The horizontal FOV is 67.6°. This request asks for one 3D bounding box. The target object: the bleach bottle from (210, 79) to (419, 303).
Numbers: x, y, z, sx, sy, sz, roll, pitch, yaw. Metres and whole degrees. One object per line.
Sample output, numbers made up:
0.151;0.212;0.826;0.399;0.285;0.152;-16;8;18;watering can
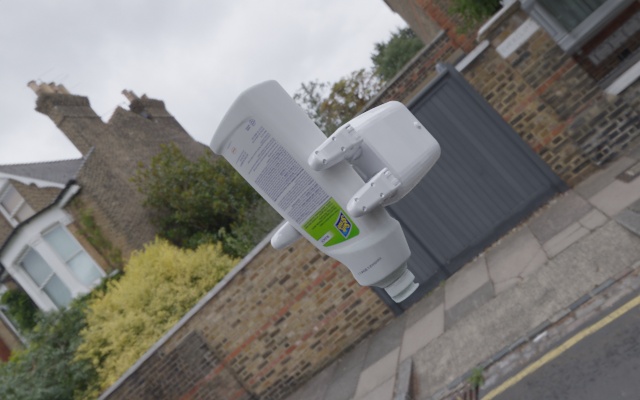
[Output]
0.000;0.002;0.485;0.068;0.251;0.103;-37;-6;-45;bleach bottle
